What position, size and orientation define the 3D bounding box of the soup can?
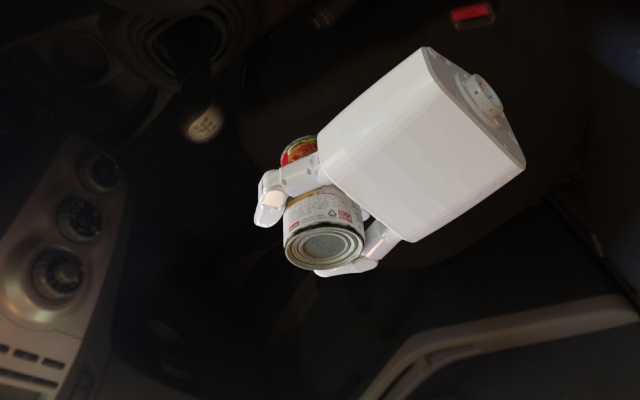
[{"bbox_3d":[0.000,0.002,0.421,0.068,0.102,0.069,-3,-39,-3],"label":"soup can"}]
